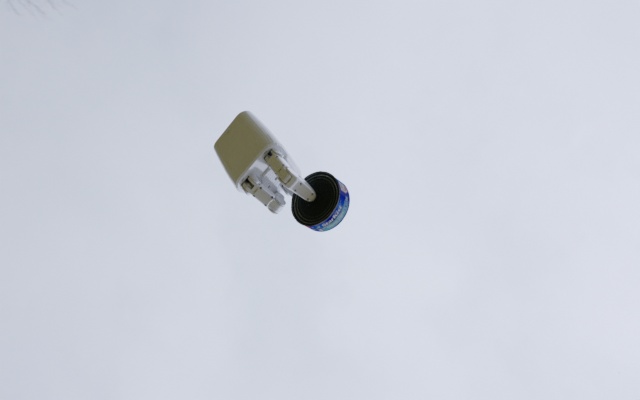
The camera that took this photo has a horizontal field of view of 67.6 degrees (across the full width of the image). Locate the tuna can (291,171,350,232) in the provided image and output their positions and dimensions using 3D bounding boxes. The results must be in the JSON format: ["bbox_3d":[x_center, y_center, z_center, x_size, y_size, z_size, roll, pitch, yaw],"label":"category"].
[{"bbox_3d":[0.000,0.003,0.705,0.086,0.086,0.034,0,-21,36],"label":"tuna can"}]
